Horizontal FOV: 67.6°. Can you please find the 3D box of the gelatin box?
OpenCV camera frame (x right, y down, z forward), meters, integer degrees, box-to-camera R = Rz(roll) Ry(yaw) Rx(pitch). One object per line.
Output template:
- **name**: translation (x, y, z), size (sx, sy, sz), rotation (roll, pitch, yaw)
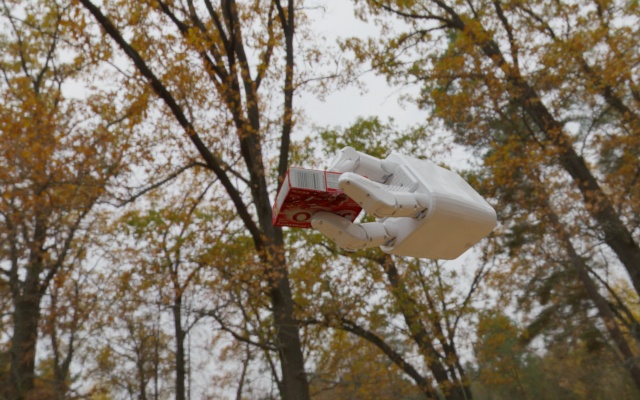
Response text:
- **gelatin box**: translation (0.000, 0.001, 0.506), size (0.089, 0.030, 0.073), rotation (6, -35, -18)
